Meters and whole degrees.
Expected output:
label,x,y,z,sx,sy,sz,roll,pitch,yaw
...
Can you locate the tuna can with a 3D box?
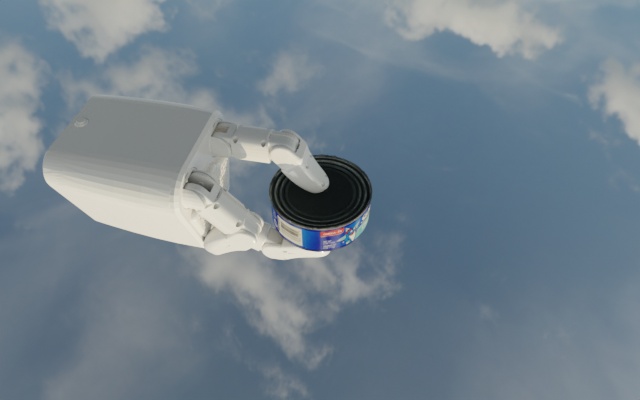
label,x,y,z,sx,sy,sz,roll,pitch,yaw
tuna can,0.000,0.002,0.408,0.086,0.086,0.034,0,-43,0
